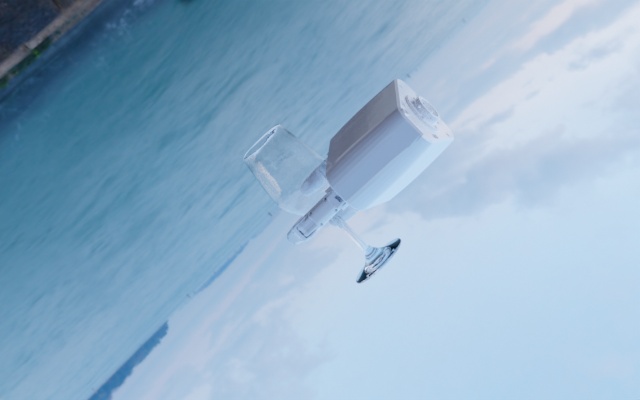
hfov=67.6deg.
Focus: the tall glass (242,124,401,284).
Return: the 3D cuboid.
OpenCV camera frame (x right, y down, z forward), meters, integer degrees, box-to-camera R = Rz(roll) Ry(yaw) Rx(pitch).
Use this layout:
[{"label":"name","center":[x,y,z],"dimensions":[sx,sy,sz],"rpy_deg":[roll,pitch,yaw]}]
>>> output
[{"label":"tall glass","center":[0.000,0.002,0.566],"dimensions":[0.201,0.079,0.079],"rpy_deg":[45,3,-3]}]
